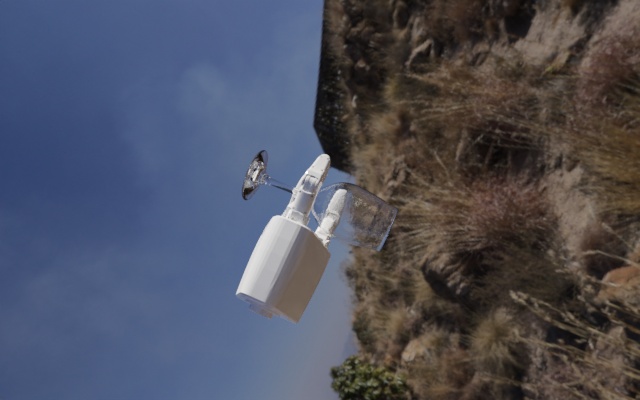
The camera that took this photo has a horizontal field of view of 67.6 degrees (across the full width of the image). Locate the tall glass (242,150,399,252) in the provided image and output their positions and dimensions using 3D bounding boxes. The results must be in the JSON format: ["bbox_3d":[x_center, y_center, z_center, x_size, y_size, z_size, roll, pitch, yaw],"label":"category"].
[{"bbox_3d":[0.000,0.002,0.643,0.201,0.079,0.079,22,4,9],"label":"tall glass"}]
